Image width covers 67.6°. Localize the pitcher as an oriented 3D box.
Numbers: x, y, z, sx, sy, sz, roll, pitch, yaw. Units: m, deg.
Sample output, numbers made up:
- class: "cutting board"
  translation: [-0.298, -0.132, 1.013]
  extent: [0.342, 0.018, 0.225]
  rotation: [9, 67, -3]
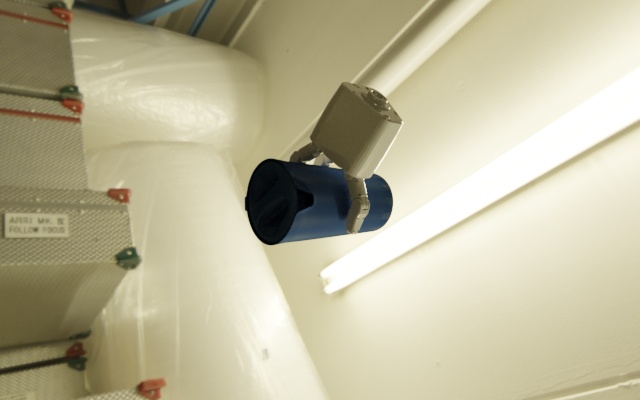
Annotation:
- class: "pitcher"
  translation: [0.000, 0.003, 0.811]
  extent: [0.243, 0.145, 0.149]
  rotation: [1, 41, -41]
